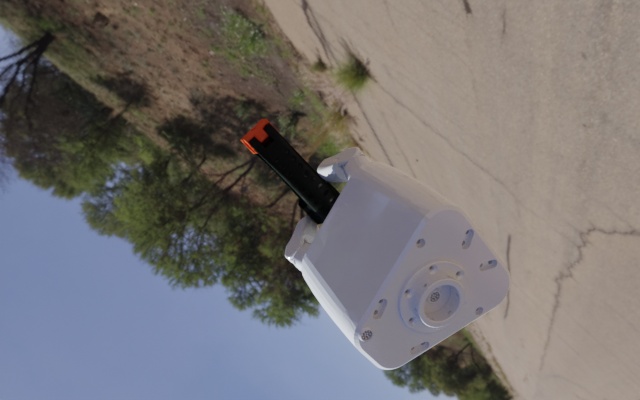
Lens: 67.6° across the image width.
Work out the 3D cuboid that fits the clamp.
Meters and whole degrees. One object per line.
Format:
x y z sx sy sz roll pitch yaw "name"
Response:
-0.001 0.002 0.472 0.210 0.036 0.164 46 -3 -25 "clamp"
